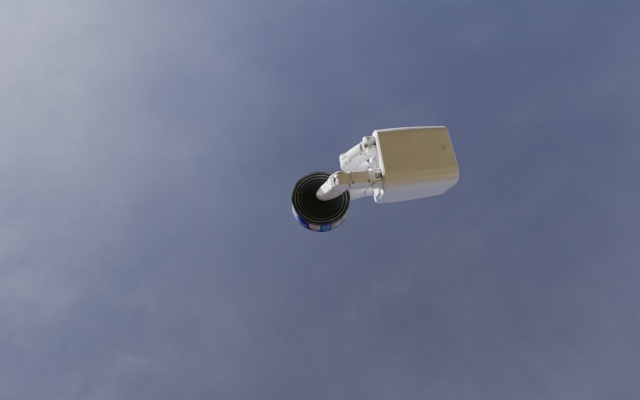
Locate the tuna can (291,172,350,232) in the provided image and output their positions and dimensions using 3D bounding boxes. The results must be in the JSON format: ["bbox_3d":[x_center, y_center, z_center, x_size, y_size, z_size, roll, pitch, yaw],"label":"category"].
[{"bbox_3d":[0.000,0.003,0.706,0.086,0.086,0.034,0,-25,-2],"label":"tuna can"}]
